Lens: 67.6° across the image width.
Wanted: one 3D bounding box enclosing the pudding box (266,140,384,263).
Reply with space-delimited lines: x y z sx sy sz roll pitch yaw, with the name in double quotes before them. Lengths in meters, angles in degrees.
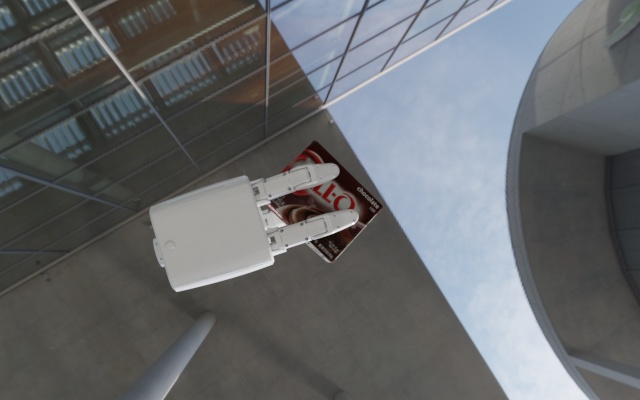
"pudding box" 0.000 0.002 0.545 0.113 0.090 0.039 45 -13 -3
